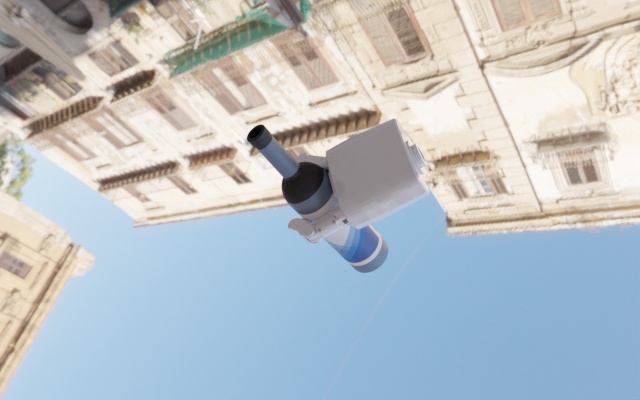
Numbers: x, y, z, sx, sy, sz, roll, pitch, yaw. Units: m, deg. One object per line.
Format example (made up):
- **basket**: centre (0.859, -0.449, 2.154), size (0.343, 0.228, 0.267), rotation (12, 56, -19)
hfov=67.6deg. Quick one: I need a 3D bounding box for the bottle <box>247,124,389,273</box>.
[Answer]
- **bottle**: centre (0.000, 0.002, 0.662), size (0.069, 0.069, 0.296), rotation (0, -34, 40)
